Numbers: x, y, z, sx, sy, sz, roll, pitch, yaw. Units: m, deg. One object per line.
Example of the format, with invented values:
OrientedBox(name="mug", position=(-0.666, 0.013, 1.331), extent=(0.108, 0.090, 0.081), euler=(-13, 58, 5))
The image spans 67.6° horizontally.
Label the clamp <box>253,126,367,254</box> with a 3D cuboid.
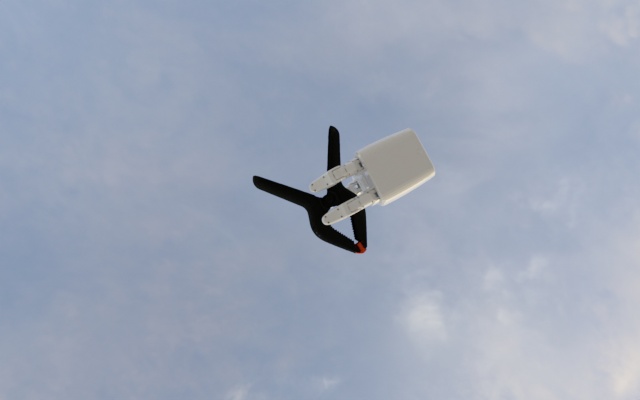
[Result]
OrientedBox(name="clamp", position=(0.000, 0.003, 0.776), extent=(0.164, 0.210, 0.036), euler=(-28, -3, -8))
